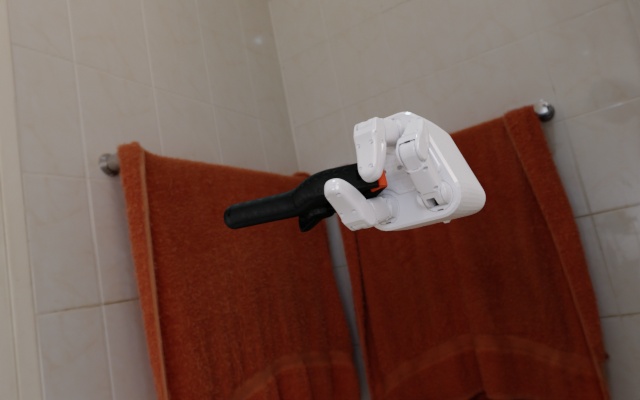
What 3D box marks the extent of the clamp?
[{"bbox_3d":[0.000,0.001,0.484,0.171,0.039,0.120,-17,-11,32],"label":"clamp"}]
